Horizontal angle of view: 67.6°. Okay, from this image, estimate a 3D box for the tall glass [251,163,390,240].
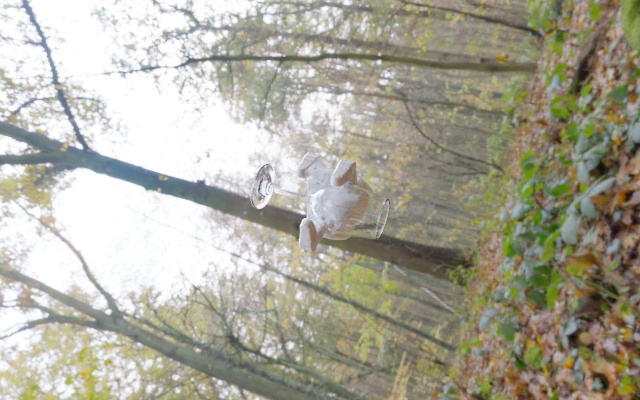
[{"bbox_3d":[-0.001,0.002,0.723,0.201,0.079,0.079,15,5,19],"label":"tall glass"}]
